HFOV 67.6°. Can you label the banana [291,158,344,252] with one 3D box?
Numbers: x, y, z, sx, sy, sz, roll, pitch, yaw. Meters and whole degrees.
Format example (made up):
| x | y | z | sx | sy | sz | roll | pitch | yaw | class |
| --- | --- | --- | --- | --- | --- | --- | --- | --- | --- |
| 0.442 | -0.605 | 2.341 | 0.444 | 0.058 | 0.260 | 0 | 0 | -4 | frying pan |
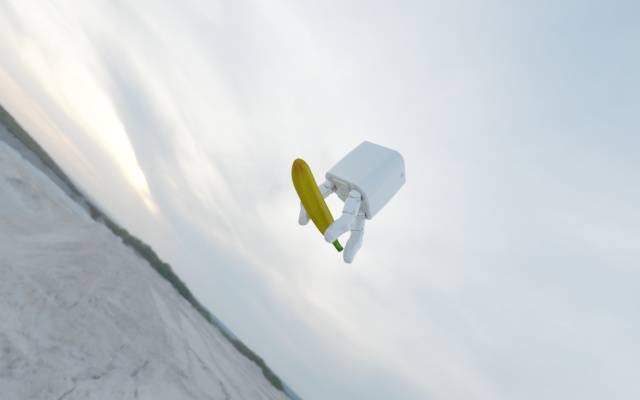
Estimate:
| x | y | z | sx | sy | sz | roll | pitch | yaw | class |
| --- | --- | --- | --- | --- | --- | --- | --- | --- | --- |
| -0.009 | -0.001 | 0.799 | 0.037 | 0.198 | 0.069 | -39 | 36 | -16 | banana |
